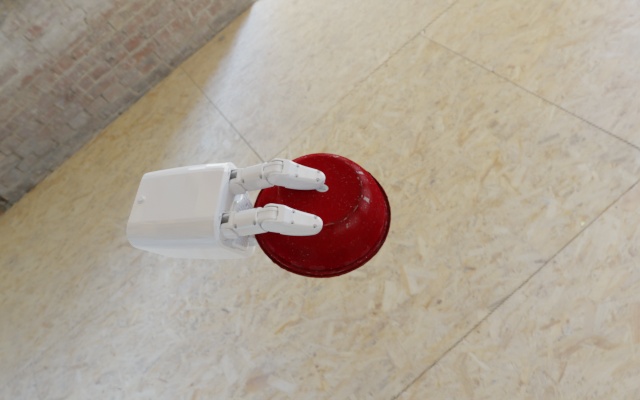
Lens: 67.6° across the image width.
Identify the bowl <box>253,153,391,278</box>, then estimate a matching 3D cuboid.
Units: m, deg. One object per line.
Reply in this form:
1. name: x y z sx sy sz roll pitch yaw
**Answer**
1. bowl: 0.001 0.001 0.532 0.162 0.162 0.055 0 -32 2
